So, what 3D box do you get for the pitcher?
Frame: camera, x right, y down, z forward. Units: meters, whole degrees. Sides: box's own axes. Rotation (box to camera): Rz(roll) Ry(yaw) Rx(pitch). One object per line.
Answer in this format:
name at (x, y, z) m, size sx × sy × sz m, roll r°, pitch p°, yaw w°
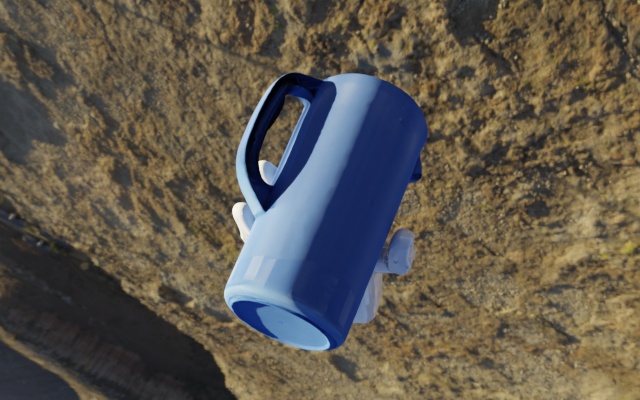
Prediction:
pitcher at (0.000, 0.002, 0.446) m, size 0.149 × 0.242 × 0.145 m, roll 12°, pitch -33°, yaw 19°
